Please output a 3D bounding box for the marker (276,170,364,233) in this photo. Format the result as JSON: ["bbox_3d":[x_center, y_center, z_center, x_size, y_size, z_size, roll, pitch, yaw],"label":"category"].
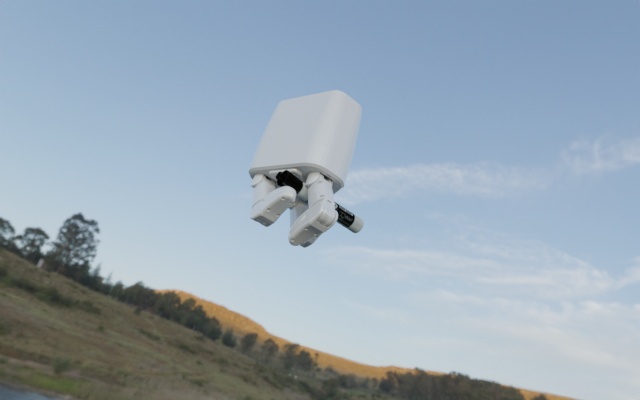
[{"bbox_3d":[0.000,0.002,0.523,0.121,0.020,0.020,33,-18,-30],"label":"marker"}]
